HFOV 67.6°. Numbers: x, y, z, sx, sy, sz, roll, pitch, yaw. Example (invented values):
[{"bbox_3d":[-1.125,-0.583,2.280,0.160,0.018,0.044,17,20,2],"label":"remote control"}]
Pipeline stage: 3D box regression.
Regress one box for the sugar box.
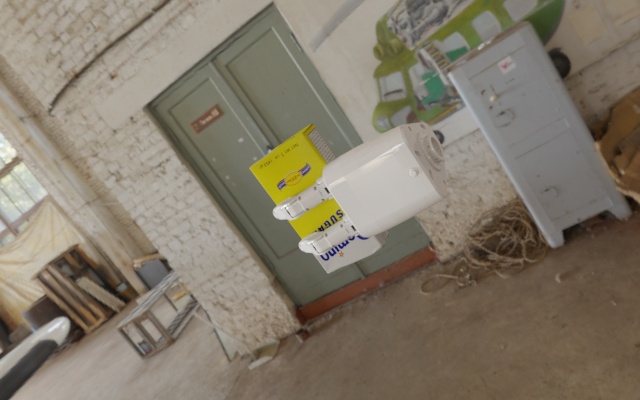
[{"bbox_3d":[0.000,0.002,0.607,0.093,0.176,0.048,-29,12,29],"label":"sugar box"}]
